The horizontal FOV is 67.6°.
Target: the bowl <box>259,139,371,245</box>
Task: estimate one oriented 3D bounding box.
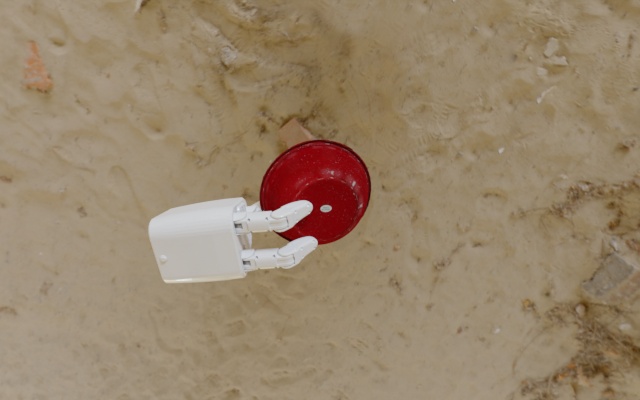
[{"bbox_3d":[0.001,0.002,0.649,0.162,0.162,0.055,0,24,-14],"label":"bowl"}]
